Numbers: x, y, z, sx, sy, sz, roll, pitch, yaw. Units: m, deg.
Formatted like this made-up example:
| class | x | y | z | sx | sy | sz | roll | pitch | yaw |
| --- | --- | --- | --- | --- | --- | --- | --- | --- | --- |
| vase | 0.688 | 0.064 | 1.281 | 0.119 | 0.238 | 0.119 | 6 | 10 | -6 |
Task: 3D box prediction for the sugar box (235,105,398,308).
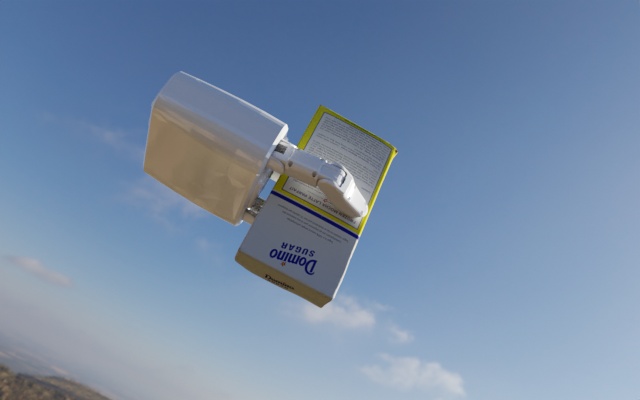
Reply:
| class | x | y | z | sx | sy | sz | roll | pitch | yaw |
| --- | --- | --- | --- | --- | --- | --- | --- | --- | --- |
| sugar box | 0.000 | 0.002 | 0.455 | 0.093 | 0.176 | 0.048 | 29 | -26 | -3 |
